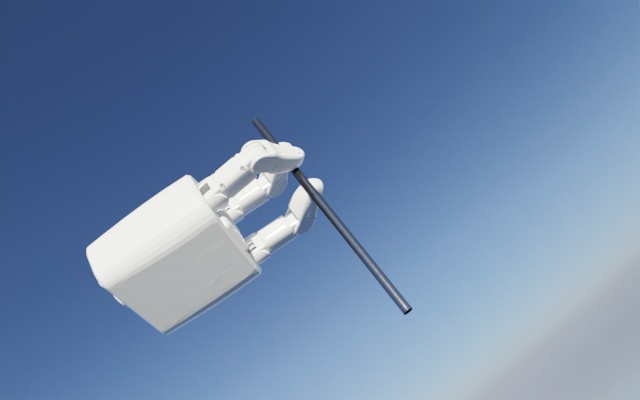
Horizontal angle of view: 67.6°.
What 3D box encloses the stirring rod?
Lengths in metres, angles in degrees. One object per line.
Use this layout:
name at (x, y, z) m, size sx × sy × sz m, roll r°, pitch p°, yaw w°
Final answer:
stirring rod at (0.000, 0.001, 0.413) m, size 0.011 × 0.011 × 0.239 m, roll 0°, pitch 42°, yaw -46°
